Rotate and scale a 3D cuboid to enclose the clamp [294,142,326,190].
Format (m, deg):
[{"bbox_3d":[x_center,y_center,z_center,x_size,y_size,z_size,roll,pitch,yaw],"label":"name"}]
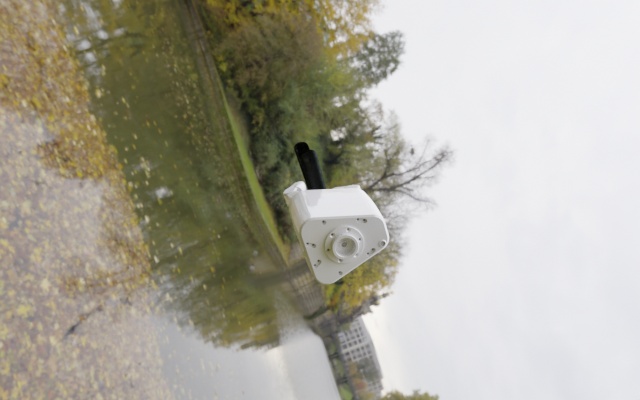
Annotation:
[{"bbox_3d":[0.001,0.003,0.766,0.036,0.210,0.164,-18,19,-1],"label":"clamp"}]
